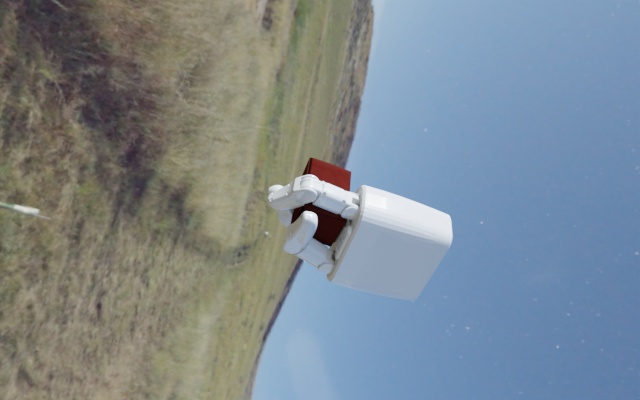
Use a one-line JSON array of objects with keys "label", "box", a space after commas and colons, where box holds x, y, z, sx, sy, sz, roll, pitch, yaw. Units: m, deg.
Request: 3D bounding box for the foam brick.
[{"label": "foam brick", "box": [0.000, 0.001, 0.538, 0.051, 0.078, 0.053, 16, -41, -10]}]
